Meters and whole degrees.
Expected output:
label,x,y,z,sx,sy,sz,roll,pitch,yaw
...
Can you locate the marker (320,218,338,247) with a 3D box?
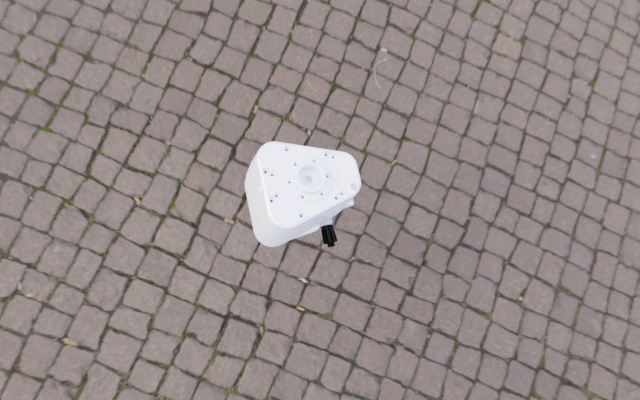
label,x,y,z,sx,sy,sz,roll,pitch,yaw
marker,0.000,0.002,0.626,0.020,0.121,0.020,-13,-10,-2
